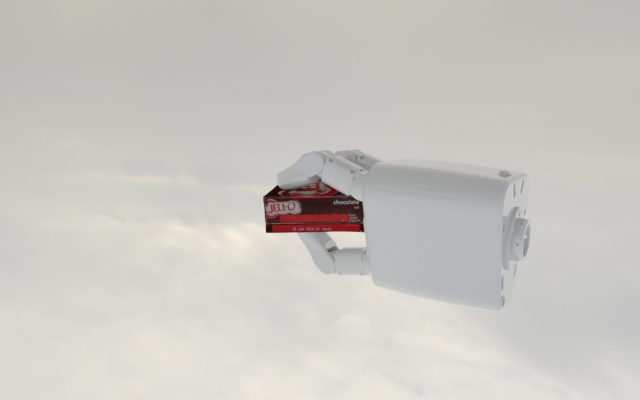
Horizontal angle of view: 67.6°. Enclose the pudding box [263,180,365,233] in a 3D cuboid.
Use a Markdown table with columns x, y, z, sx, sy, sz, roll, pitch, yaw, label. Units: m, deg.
| x | y | z | sx | sy | sz | roll | pitch | yaw | label |
| --- | --- | --- | --- | --- | --- | --- | --- | --- | --- |
| 0.000 | 0.002 | 0.460 | 0.090 | 0.039 | 0.113 | 0 | 9 | 6 | pudding box |
